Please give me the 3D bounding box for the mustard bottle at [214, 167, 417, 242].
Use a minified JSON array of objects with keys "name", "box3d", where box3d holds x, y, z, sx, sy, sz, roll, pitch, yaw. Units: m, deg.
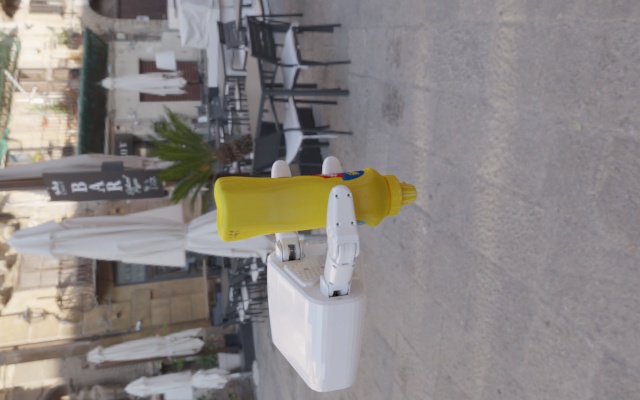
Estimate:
[{"name":"mustard bottle","box3d":[0.000,0.001,0.449,0.191,0.058,0.096,-5,-1,-15]}]
